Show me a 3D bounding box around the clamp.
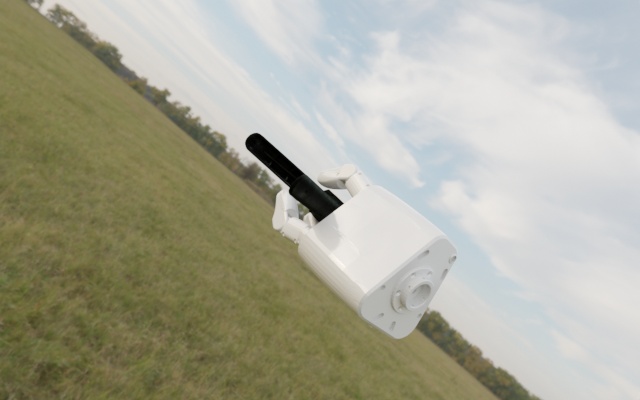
[{"bbox_3d":[0.001,0.002,0.567,0.210,0.036,0.164,41,2,-41],"label":"clamp"}]
